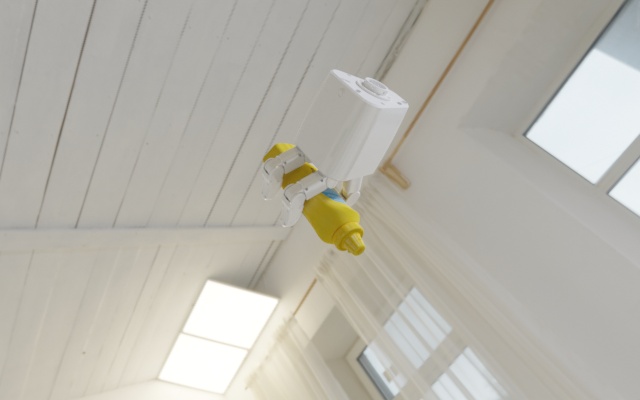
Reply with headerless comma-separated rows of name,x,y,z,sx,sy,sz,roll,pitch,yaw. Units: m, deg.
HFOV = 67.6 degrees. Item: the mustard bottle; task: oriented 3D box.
mustard bottle,0.000,0.002,0.646,0.191,0.058,0.096,50,11,36
